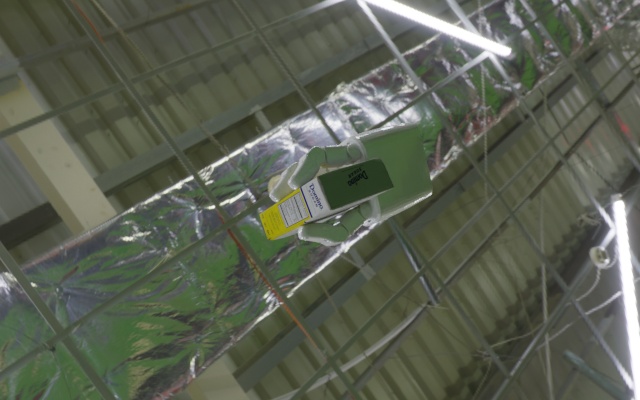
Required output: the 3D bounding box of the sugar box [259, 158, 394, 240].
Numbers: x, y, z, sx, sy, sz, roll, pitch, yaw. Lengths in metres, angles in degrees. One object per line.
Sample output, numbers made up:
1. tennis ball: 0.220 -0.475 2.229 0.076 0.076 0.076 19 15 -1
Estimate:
1. sugar box: 0.000 0.001 0.588 0.093 0.048 0.176 -19 -8 -32
